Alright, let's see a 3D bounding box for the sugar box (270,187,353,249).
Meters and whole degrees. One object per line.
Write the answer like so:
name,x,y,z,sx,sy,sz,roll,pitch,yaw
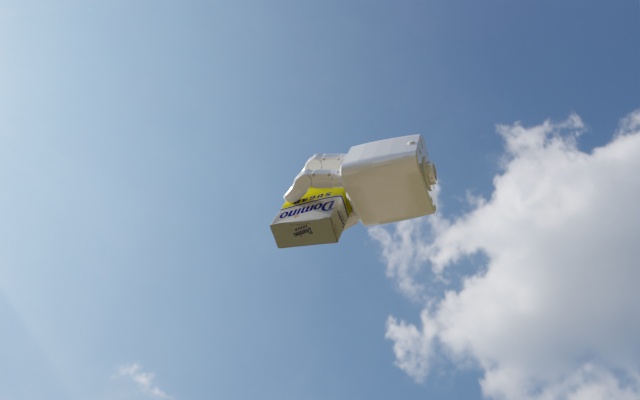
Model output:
sugar box,0.000,0.002,0.710,0.093,0.048,0.176,-8,24,21
